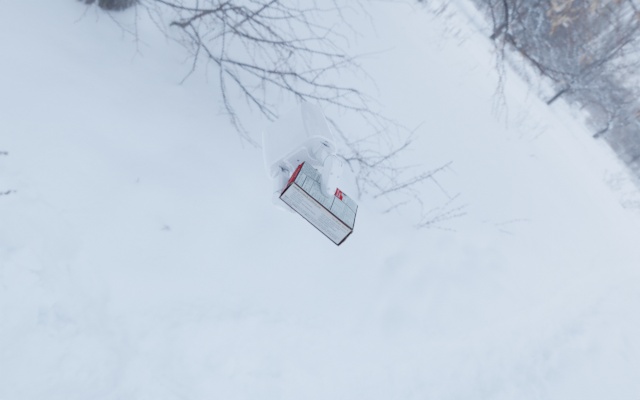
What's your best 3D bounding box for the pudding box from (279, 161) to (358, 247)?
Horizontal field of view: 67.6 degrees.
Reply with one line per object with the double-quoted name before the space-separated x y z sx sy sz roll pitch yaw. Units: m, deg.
"pudding box" 0.000 0.002 0.695 0.113 0.039 0.090 38 25 -8
